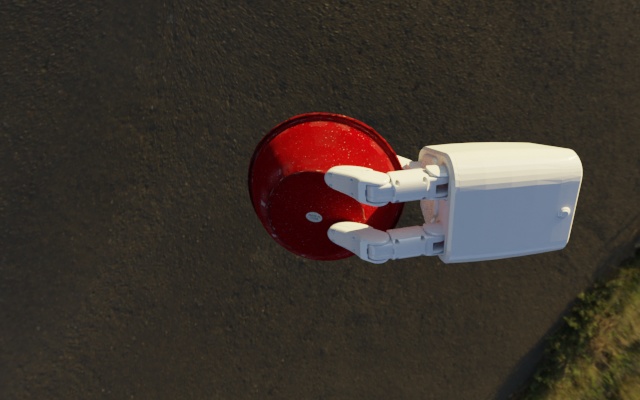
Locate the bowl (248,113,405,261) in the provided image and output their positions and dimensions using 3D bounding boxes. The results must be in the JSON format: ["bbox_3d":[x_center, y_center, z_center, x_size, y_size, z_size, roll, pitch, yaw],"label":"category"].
[{"bbox_3d":[-0.001,0.002,0.458,0.162,0.162,0.055,0,27,11],"label":"bowl"}]
